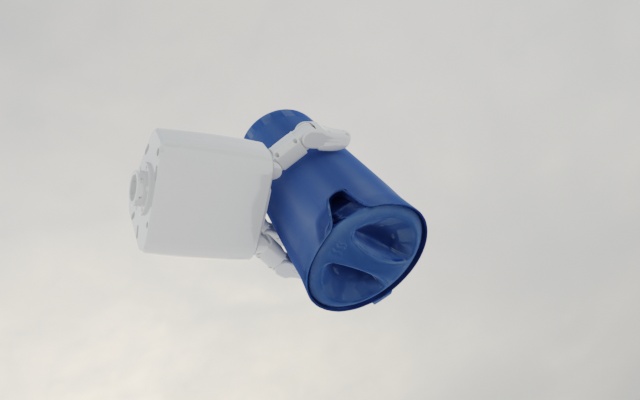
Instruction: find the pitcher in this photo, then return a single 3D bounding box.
[{"bbox_3d":[0.000,0.002,0.541,0.145,0.149,0.242,5,31,-34],"label":"pitcher"}]
